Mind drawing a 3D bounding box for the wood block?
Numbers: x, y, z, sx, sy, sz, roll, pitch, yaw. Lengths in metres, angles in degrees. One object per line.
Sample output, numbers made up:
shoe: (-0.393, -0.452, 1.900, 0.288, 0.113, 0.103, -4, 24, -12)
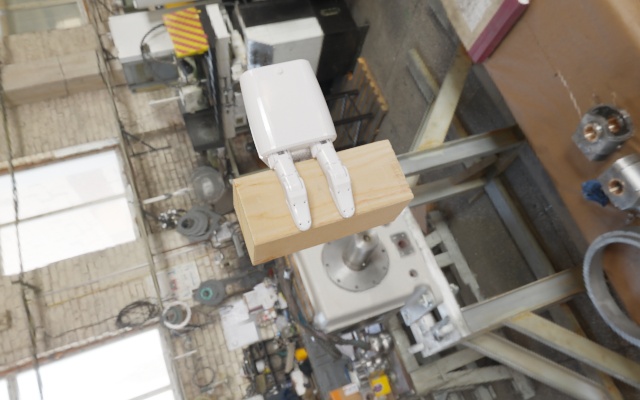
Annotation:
wood block: (0.000, 0.002, 0.617, 0.206, 0.090, 0.091, -16, -18, -15)
